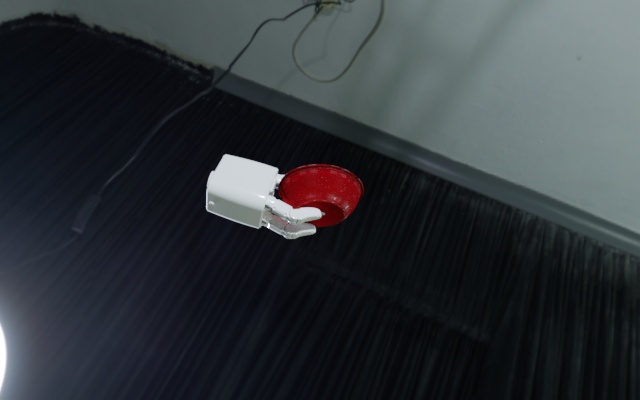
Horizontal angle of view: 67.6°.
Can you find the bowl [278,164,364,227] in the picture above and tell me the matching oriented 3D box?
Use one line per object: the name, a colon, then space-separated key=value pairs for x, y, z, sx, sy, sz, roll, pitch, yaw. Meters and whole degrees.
bowl: x=0.001 y=0.003 z=0.885 sx=0.162 sy=0.055 sz=0.162 roll=1 pitch=-34 yaw=1
